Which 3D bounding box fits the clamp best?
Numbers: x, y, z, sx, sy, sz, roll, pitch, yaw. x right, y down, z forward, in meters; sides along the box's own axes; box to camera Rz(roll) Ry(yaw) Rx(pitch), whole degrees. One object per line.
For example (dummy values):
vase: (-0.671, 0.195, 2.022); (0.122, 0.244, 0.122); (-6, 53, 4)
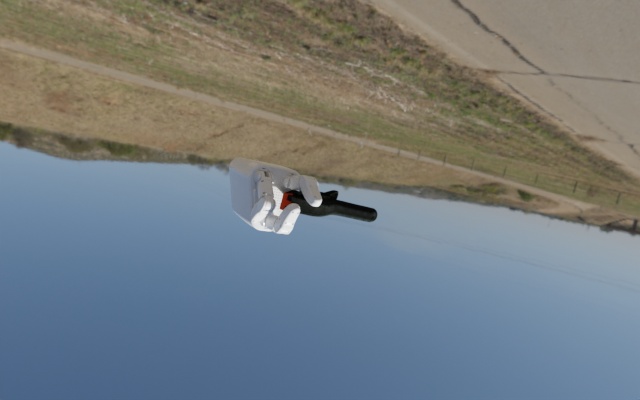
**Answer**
clamp: (0.000, 0.003, 0.813); (0.171, 0.039, 0.120); (9, 7, -33)
